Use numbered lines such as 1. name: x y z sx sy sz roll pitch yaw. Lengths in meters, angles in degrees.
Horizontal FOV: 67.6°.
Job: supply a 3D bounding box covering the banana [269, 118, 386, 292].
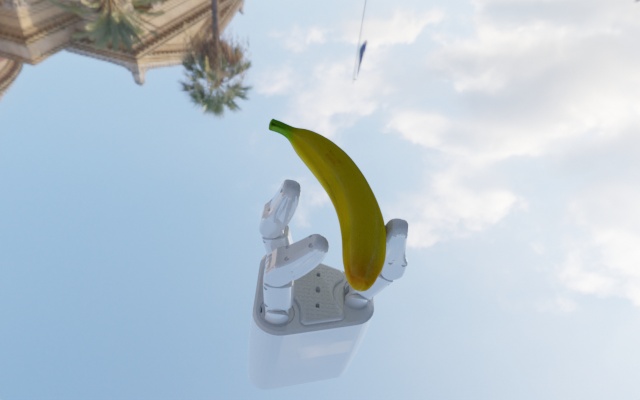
1. banana: 0.015 -0.003 0.411 0.069 0.037 0.197 -6 45 -27
